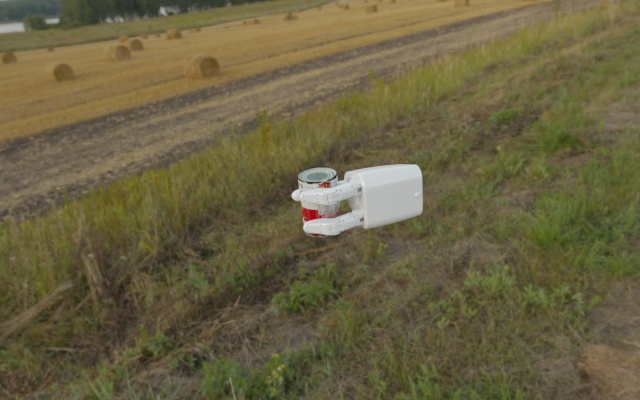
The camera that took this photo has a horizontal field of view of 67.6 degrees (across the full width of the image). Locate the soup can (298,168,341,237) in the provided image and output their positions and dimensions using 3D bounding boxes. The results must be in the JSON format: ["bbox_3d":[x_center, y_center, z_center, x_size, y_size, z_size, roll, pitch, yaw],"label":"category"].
[{"bbox_3d":[0.000,0.002,0.816,0.068,0.102,0.068,-5,24,2],"label":"soup can"}]
